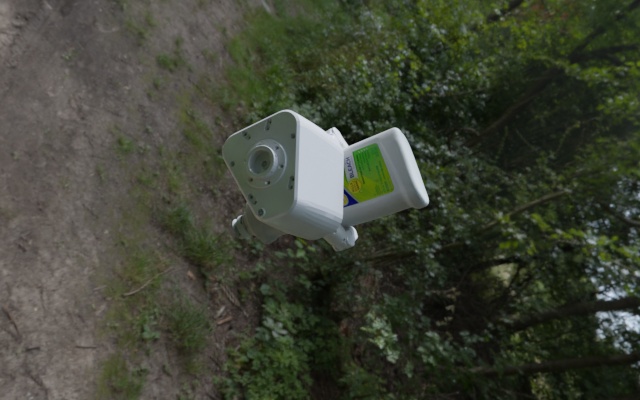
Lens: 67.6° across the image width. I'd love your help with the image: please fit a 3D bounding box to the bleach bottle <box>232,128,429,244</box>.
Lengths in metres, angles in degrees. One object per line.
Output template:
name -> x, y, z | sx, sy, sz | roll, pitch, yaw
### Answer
bleach bottle -> 0.000, 0.002, 0.605 | 0.251, 0.102, 0.068 | -22, -20, 19
